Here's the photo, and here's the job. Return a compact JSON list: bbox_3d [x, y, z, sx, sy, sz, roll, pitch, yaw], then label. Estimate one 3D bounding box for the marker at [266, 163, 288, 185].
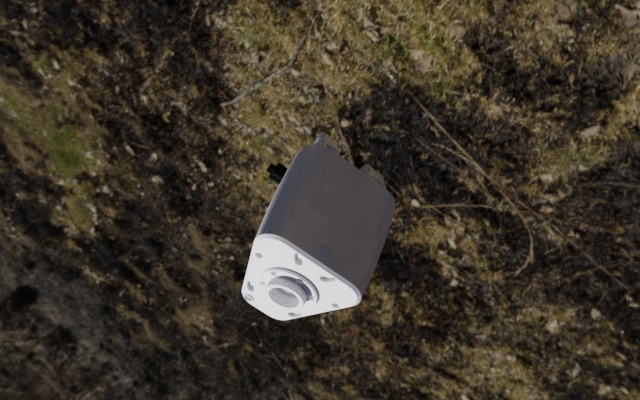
[{"bbox_3d":[0.000,0.001,0.463,0.121,0.020,0.020,34,-7,-10],"label":"marker"}]
